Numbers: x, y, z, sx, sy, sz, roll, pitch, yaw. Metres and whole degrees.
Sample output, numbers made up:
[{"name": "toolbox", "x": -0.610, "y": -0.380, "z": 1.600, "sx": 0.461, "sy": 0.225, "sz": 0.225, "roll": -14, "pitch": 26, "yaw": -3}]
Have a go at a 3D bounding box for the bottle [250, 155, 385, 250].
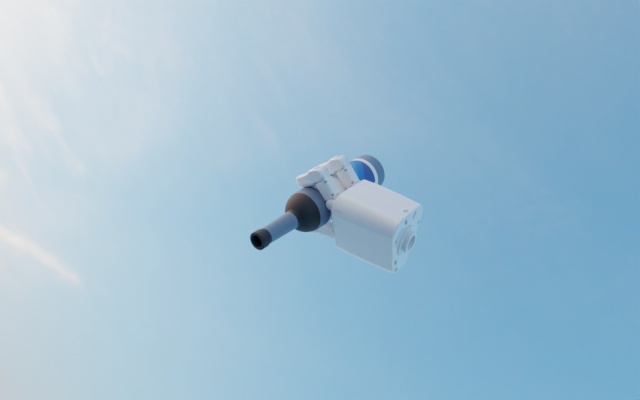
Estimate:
[{"name": "bottle", "x": 0.000, "y": 0.002, "z": 0.762, "sx": 0.069, "sy": 0.069, "sz": 0.295, "roll": 0, "pitch": 22, "yaw": 40}]
